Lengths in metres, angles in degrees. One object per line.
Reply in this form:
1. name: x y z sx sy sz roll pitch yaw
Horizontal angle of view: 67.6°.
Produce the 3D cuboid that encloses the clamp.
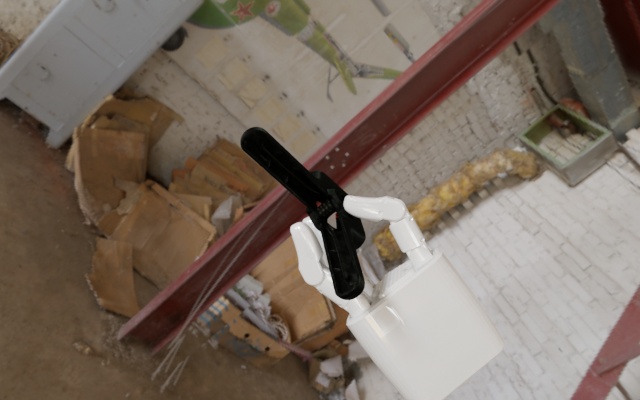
1. clamp: 0.001 0.001 0.474 0.036 0.164 0.210 -34 -2 12
